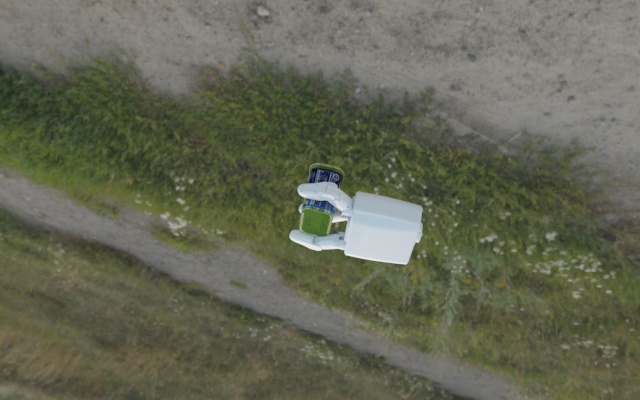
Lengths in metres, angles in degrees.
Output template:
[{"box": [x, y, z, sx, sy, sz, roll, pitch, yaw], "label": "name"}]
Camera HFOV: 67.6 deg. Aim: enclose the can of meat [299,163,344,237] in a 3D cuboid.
[{"box": [0.000, 0.003, 0.780, 0.057, 0.084, 0.102, 12, -28, 1], "label": "can of meat"}]
